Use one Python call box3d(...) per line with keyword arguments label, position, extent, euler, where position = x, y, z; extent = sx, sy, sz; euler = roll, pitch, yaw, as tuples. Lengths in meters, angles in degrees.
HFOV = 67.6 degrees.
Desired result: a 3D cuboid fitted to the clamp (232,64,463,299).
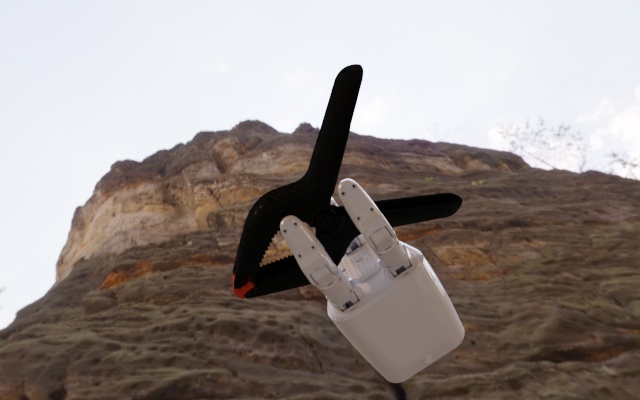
box3d(label="clamp", position=(0.000, 0.002, 0.406), extent=(0.210, 0.165, 0.036), euler=(-34, 24, 3))
